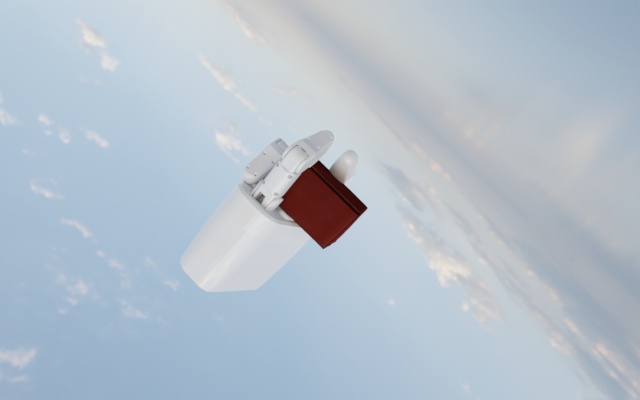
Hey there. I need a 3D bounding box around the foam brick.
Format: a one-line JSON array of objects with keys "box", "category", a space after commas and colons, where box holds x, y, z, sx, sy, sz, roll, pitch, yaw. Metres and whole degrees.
[{"box": [0.000, 0.002, 0.475, 0.078, 0.051, 0.053, 44, 14, 8], "category": "foam brick"}]
